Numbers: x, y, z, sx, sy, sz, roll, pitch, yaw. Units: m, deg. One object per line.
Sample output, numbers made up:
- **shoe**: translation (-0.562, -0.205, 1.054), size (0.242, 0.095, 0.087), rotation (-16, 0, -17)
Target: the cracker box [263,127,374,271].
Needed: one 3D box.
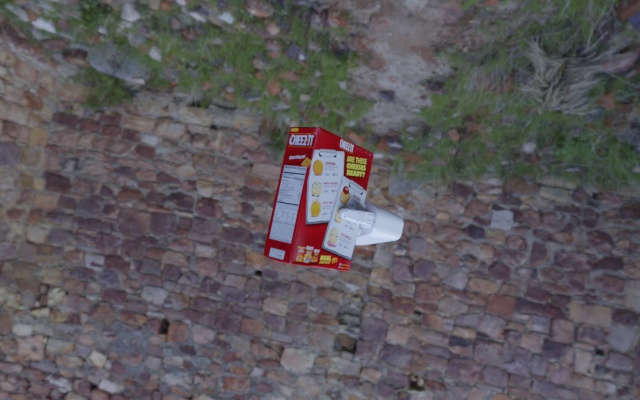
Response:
- **cracker box**: translation (0.000, 0.003, 0.794), size (0.072, 0.213, 0.164), rotation (8, -5, 39)
